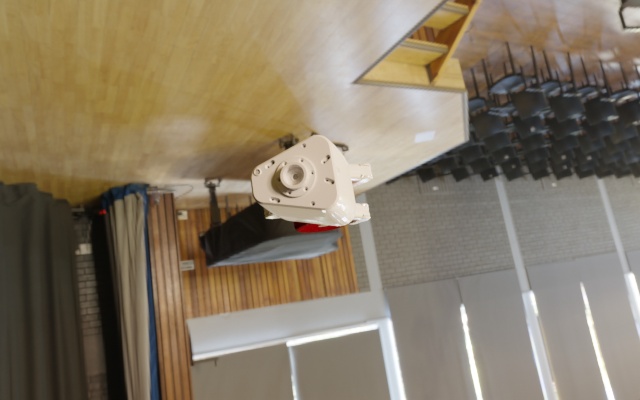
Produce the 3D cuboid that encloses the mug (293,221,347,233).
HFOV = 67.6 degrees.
[{"bbox_3d":[0.000,0.003,0.713,0.093,0.081,0.117,-12,-14,12],"label":"mug"}]
